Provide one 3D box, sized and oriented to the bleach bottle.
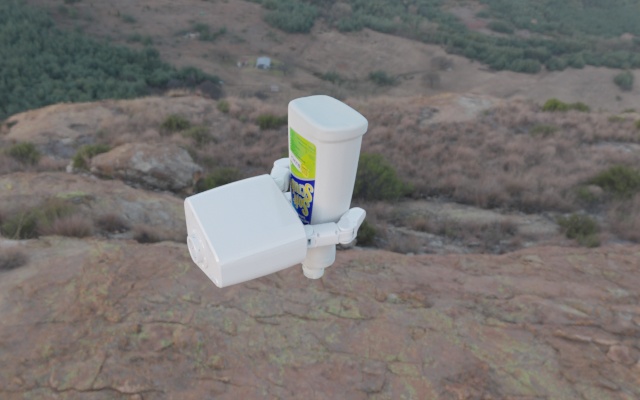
[{"bbox_3d":[0.000,0.002,0.608,0.068,0.251,0.102,-16,38,-26],"label":"bleach bottle"}]
